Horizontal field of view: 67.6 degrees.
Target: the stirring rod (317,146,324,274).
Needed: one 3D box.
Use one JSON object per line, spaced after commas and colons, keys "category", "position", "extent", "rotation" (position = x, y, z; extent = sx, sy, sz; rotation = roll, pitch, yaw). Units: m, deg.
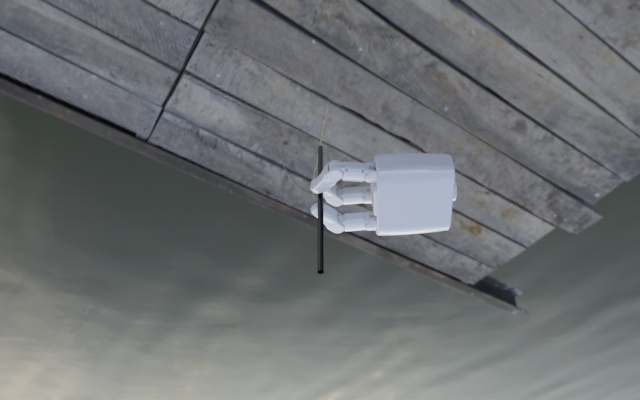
{"category": "stirring rod", "position": [0.000, 0.002, 0.671], "extent": [0.011, 0.239, 0.011], "rotation": [0, -44, 0]}
